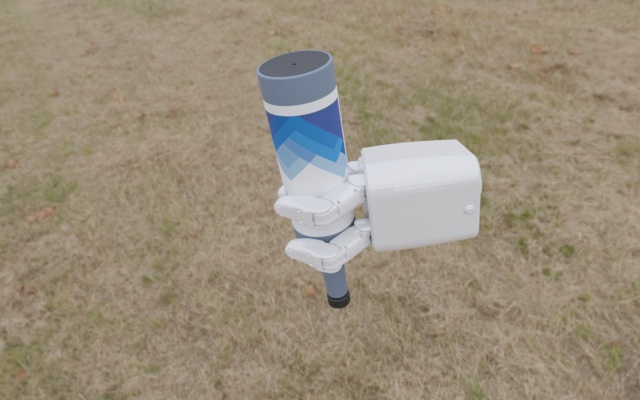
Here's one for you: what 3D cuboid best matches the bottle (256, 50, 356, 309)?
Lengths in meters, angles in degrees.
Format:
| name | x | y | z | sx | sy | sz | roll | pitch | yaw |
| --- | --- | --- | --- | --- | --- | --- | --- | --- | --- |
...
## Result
| name | x | y | z | sx | sy | sz | roll | pitch | yaw |
| --- | --- | --- | --- | --- | --- | --- | --- | --- | --- |
| bottle | 0.000 | 0.001 | 0.492 | 0.069 | 0.296 | 0.069 | -7 | 35 | 5 |
